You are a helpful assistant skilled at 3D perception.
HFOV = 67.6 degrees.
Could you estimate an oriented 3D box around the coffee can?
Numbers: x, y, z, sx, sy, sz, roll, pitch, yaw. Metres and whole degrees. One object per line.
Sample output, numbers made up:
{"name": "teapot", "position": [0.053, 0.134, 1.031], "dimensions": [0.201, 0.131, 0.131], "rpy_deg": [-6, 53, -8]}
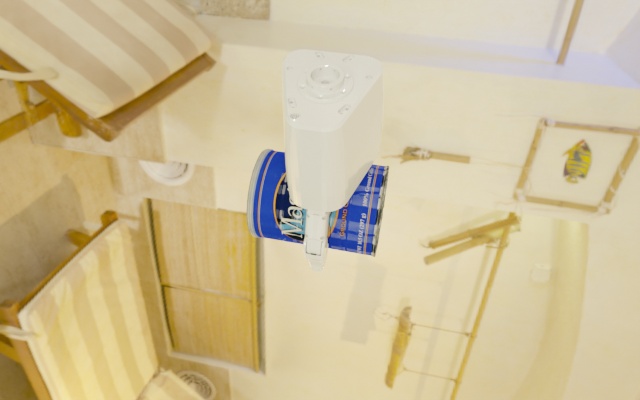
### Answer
{"name": "coffee can", "position": [0.000, 0.002, 0.539], "dimensions": [0.140, 0.103, 0.103], "rpy_deg": [9, 1, 9]}
